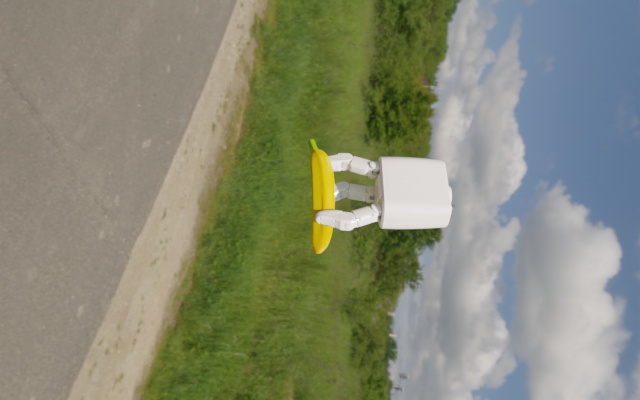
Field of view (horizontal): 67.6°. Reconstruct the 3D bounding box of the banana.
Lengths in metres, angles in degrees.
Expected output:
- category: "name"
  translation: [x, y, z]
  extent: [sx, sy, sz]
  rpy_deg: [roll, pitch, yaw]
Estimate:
- category: "banana"
  translation: [0.002, 0.005, 0.765]
  extent: [0.037, 0.198, 0.069]
  rpy_deg: [-3, 19, -6]
